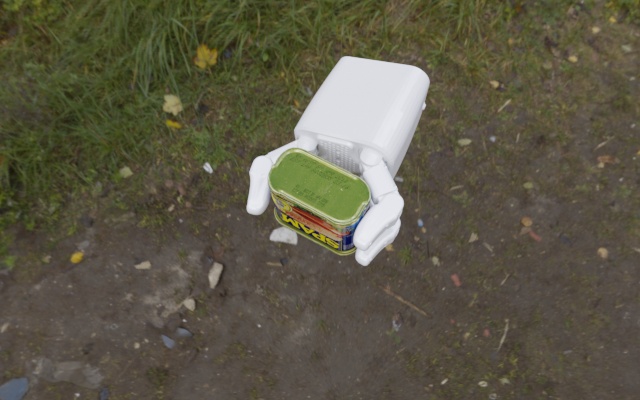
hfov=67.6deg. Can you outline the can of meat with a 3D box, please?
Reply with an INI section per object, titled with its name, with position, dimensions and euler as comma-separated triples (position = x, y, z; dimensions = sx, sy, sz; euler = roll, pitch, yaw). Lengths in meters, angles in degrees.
[can of meat]
position = 0.000, 0.001, 0.472
dimensions = 0.102, 0.057, 0.084
euler = 27, -19, 13
